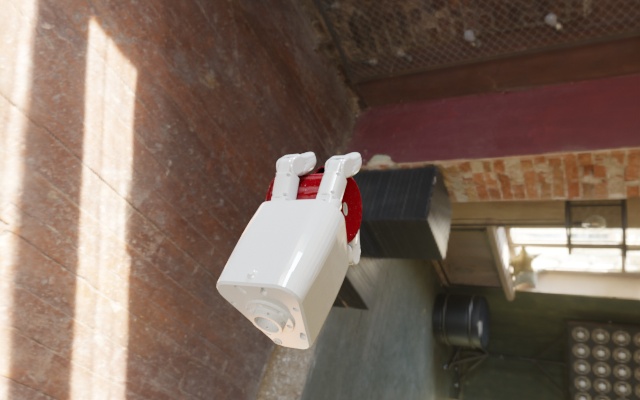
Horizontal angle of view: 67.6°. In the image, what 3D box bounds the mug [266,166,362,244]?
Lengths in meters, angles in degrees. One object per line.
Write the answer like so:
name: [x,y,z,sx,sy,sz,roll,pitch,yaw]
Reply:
mug: [0.001,0.001,0.560,0.081,0.093,0.117,-1,44,31]
